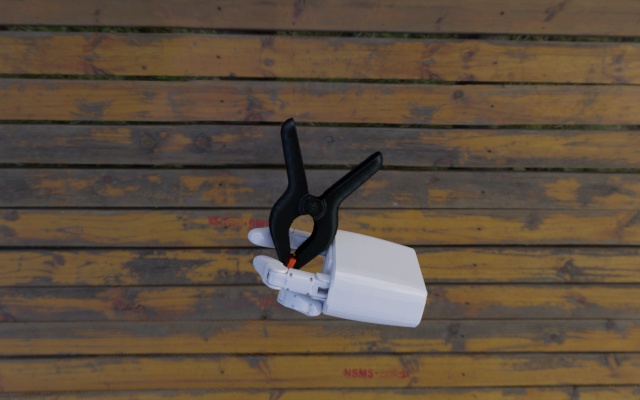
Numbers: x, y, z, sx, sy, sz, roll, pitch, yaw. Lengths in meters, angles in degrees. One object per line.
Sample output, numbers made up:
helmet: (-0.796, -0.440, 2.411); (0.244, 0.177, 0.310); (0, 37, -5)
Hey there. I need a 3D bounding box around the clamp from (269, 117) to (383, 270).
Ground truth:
clamp: (0.000, 0.002, 0.540); (0.120, 0.171, 0.039); (12, 10, -5)
